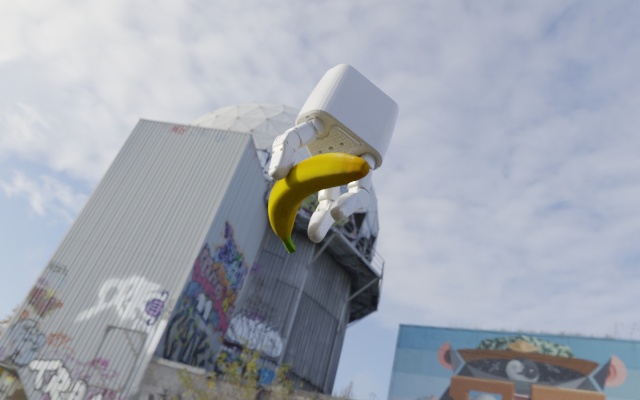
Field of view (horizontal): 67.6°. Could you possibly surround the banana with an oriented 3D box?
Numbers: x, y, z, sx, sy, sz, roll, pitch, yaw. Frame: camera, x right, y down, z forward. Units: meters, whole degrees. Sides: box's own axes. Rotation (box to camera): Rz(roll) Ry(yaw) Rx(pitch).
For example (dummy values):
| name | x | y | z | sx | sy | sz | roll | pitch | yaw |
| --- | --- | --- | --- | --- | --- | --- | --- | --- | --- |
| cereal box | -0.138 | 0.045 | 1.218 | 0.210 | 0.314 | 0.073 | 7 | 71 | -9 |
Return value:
| name | x | y | z | sx | sy | sz | roll | pitch | yaw |
| --- | --- | --- | --- | --- | --- | --- | --- | --- | --- |
| banana | -0.016 | -0.008 | 0.536 | 0.069 | 0.037 | 0.198 | 36 | -38 | -4 |
